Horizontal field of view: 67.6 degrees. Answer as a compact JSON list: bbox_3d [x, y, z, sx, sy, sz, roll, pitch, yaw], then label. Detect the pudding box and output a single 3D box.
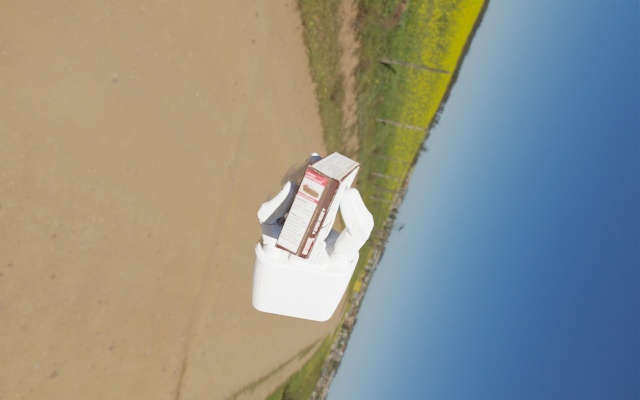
[{"bbox_3d":[0.000,0.002,0.495,0.039,0.090,0.113,24,17,6],"label":"pudding box"}]
